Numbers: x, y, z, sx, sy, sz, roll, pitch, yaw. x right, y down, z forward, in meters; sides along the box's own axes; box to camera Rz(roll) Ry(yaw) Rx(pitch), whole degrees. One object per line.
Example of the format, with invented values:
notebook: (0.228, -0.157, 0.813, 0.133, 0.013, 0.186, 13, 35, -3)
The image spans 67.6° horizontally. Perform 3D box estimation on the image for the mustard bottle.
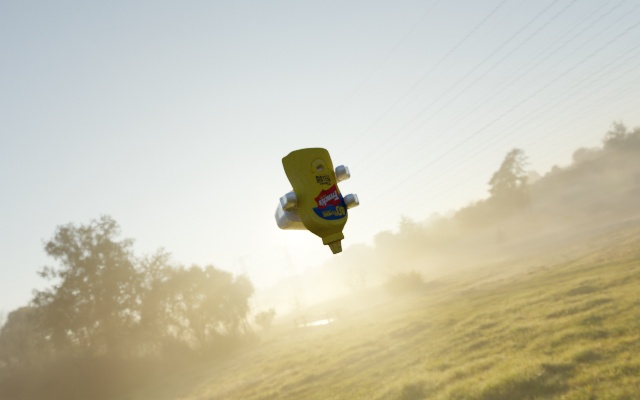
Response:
mustard bottle: (0.000, 0.002, 0.845, 0.096, 0.191, 0.058, -9, -14, -44)
